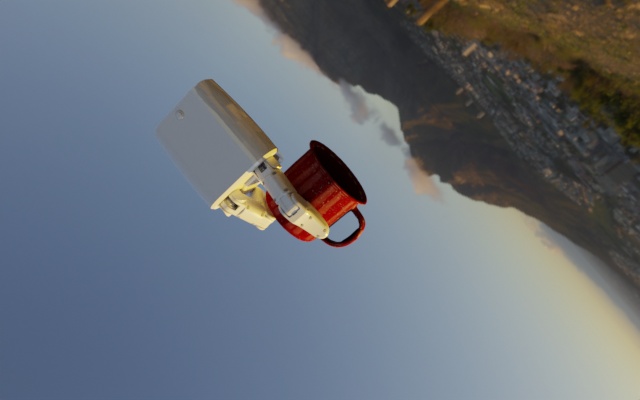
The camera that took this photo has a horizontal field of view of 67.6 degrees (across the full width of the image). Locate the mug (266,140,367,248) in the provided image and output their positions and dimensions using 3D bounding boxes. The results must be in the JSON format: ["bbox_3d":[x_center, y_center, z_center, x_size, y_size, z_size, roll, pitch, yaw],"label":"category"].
[{"bbox_3d":[0.001,0.003,0.542,0.081,0.117,0.093,-41,-2,18],"label":"mug"}]
